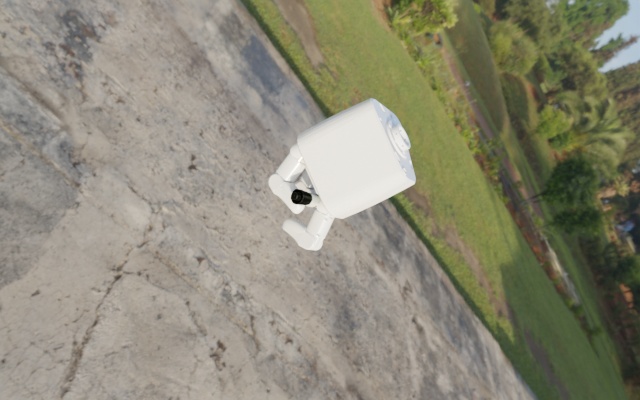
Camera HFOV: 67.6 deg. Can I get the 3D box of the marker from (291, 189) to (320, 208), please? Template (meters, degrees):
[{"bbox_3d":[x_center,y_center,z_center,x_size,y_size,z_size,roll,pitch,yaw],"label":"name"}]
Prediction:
[{"bbox_3d":[0.000,0.002,0.608,0.020,0.020,0.121,0,-7,31],"label":"marker"}]
